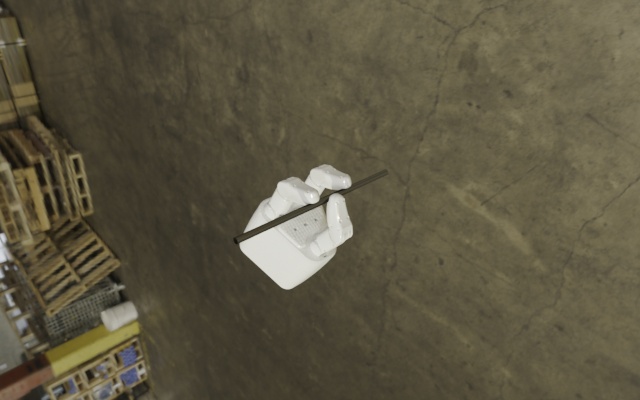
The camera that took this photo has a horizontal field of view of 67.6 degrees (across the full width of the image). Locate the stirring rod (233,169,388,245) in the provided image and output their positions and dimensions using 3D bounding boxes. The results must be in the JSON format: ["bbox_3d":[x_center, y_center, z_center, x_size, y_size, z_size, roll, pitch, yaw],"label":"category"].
[{"bbox_3d":[0.000,0.002,0.561,0.239,0.011,0.011,-24,15,-37],"label":"stirring rod"}]
